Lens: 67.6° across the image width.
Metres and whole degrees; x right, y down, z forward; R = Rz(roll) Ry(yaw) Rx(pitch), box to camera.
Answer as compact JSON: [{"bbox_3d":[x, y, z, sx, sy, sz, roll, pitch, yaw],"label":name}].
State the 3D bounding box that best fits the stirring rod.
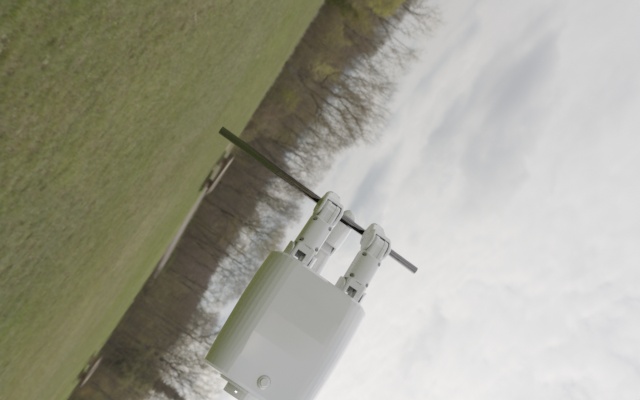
[{"bbox_3d":[0.000,0.002,0.476,0.239,0.011,0.011,36,-4,-6],"label":"stirring rod"}]
